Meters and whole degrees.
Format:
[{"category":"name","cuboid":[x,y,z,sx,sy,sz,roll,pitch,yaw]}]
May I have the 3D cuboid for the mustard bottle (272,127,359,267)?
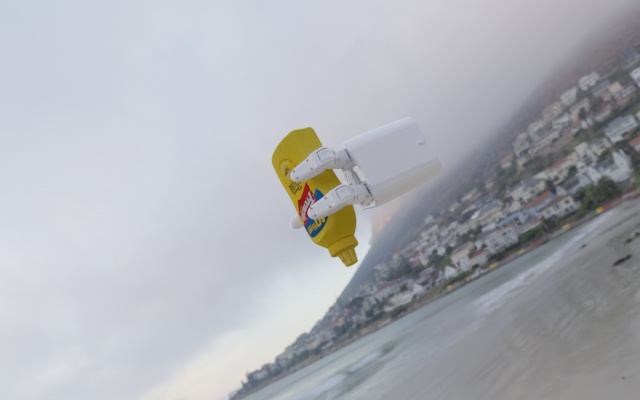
[{"category":"mustard bottle","cuboid":[0.000,0.002,0.651,0.058,0.191,0.096,-16,-20,-34]}]
